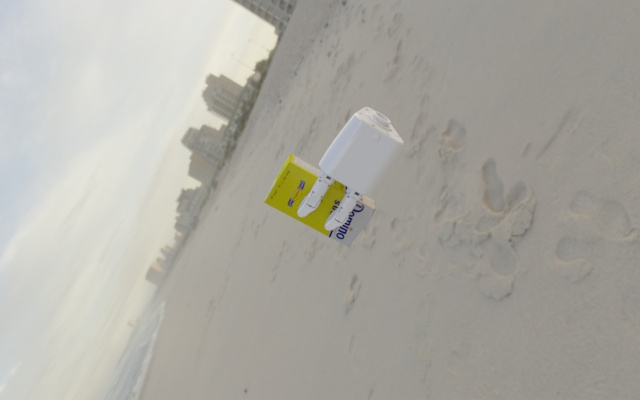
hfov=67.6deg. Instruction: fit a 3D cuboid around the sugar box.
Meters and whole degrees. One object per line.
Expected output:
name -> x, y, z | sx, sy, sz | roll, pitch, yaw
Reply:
sugar box -> 0.000, 0.003, 0.841 | 0.176, 0.093, 0.048 | 29, 24, -11
